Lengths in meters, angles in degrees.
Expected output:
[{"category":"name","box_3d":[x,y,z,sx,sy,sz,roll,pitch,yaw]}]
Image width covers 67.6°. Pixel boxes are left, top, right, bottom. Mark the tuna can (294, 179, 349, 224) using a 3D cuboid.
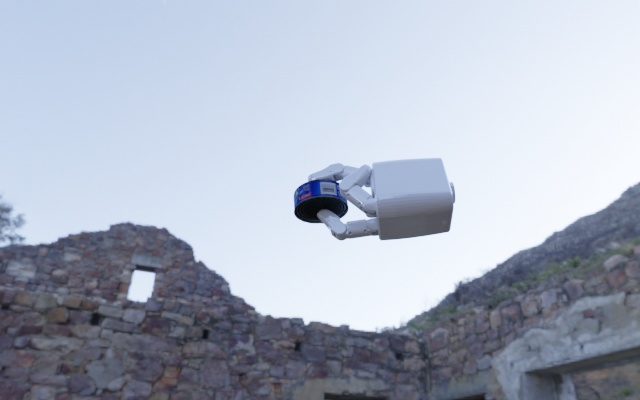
[{"category":"tuna can","box_3d":[0.000,0.002,0.752,0.086,0.033,0.086,-4,-30,-2]}]
